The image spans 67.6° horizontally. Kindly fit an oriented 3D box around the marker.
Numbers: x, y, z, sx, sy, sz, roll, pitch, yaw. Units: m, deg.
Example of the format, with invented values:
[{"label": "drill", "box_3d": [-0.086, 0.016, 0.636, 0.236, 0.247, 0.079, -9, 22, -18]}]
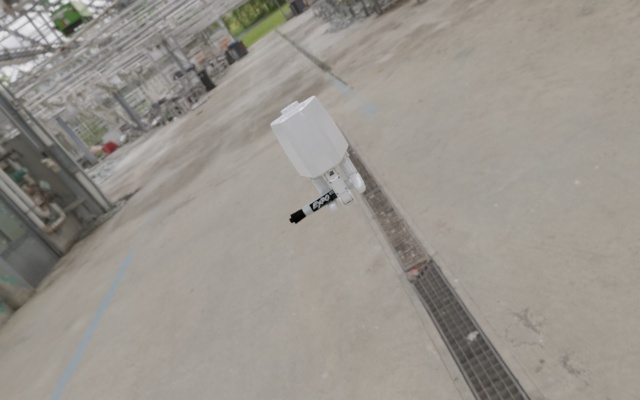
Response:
[{"label": "marker", "box_3d": [0.000, 0.003, 0.798, 0.121, 0.020, 0.020, -32, -3, 4]}]
